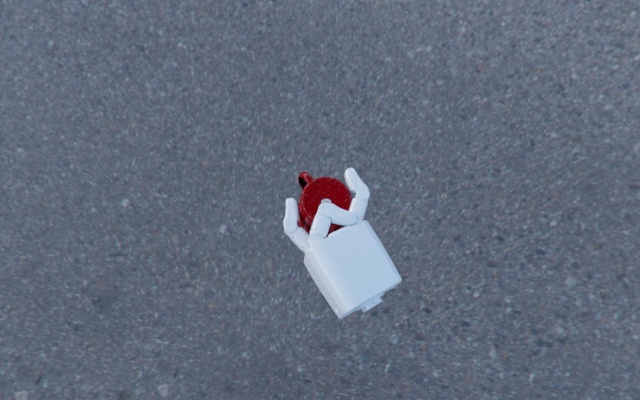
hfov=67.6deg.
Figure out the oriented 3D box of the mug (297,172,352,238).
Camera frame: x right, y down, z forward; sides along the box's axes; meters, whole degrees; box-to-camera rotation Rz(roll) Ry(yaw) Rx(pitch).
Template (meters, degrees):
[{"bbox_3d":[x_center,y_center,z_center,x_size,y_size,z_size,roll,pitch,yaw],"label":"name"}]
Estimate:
[{"bbox_3d":[-0.001,0.001,0.776,0.093,0.117,0.081,-28,-15,-14],"label":"mug"}]
